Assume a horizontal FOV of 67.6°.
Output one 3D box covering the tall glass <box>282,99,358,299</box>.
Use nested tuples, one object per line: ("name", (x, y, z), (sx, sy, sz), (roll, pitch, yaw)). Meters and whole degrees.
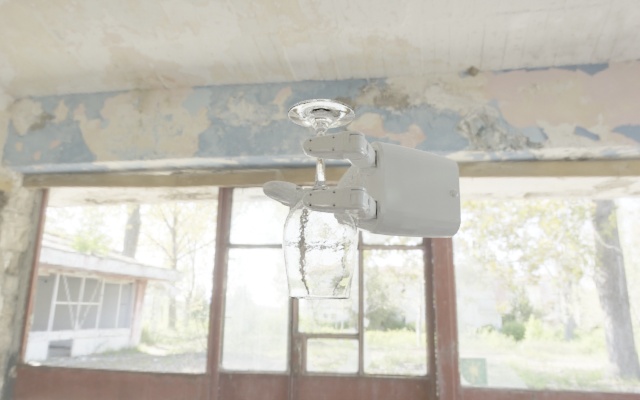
("tall glass", (0.000, 0.001, 0.502), (0.079, 0.201, 0.079), (1, -13, 0))
